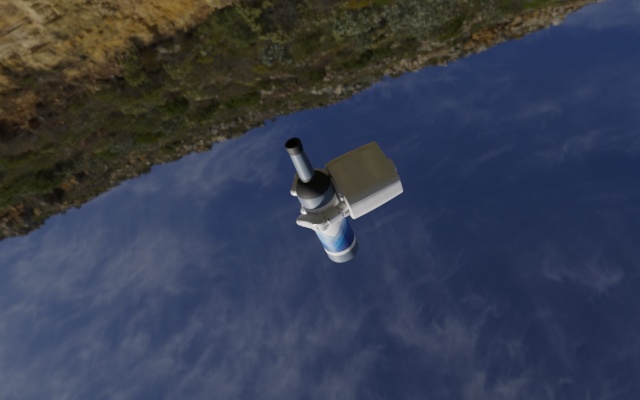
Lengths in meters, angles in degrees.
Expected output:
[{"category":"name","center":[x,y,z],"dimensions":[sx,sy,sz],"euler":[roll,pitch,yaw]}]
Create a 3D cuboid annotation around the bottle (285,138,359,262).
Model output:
[{"category":"bottle","center":[0.000,0.003,0.881],"dimensions":[0.069,0.069,0.296],"euler":[0,-41,25]}]
